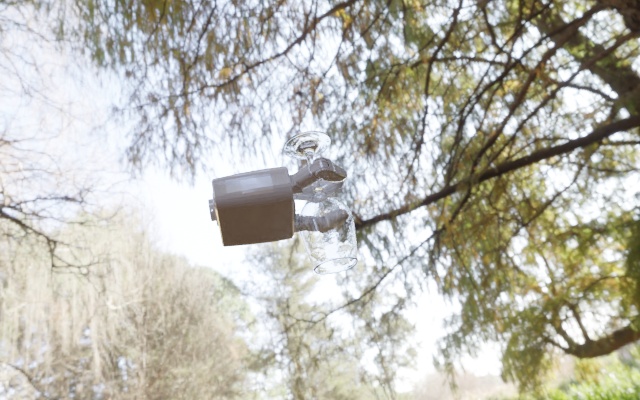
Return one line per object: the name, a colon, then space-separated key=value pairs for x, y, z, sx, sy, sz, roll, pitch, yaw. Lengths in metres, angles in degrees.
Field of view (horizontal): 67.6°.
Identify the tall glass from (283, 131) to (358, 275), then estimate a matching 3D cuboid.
tall glass: x=0.000 y=0.002 z=0.688 sx=0.079 sy=0.201 sz=0.079 roll=-11 pitch=-26 yaw=-6
